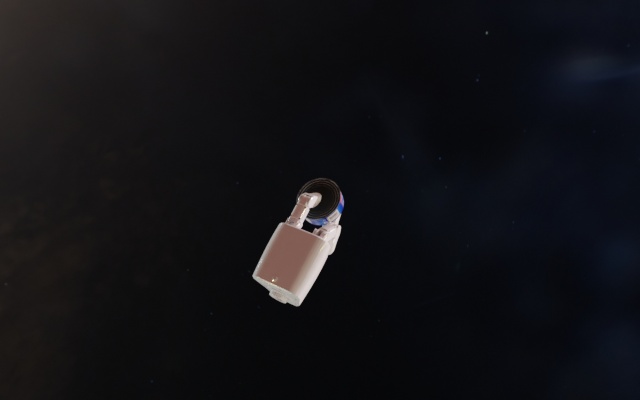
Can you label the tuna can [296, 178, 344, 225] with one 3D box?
[{"bbox_3d":[0.000,0.003,0.897,0.086,0.086,0.034,0,-26,18],"label":"tuna can"}]
